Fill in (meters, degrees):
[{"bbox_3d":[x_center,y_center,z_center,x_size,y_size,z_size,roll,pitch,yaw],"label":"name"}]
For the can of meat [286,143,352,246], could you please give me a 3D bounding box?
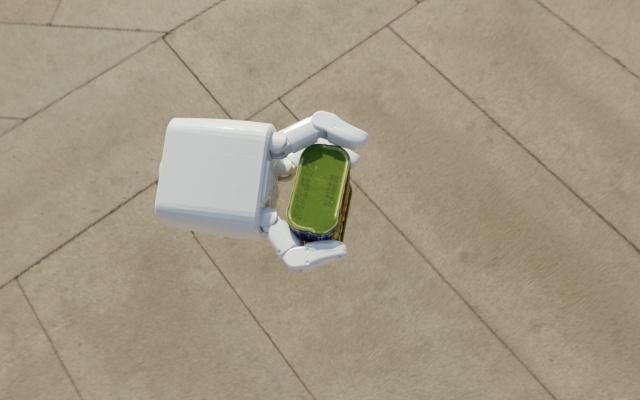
[{"bbox_3d":[0.000,0.002,0.502,0.057,0.102,0.084,10,-21,7],"label":"can of meat"}]
